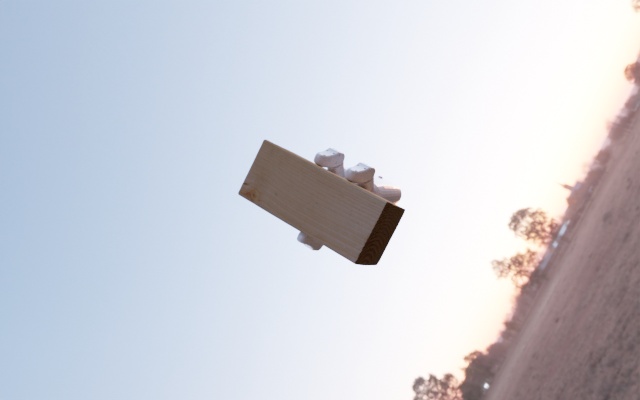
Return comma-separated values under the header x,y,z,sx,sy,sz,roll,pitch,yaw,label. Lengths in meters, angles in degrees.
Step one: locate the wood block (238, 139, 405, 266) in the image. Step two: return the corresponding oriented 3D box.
x,y,z,sx,sy,sz,roll,pitch,yaw,label
0.000,0.002,0.673,0.206,0.091,0.090,28,5,26,wood block
